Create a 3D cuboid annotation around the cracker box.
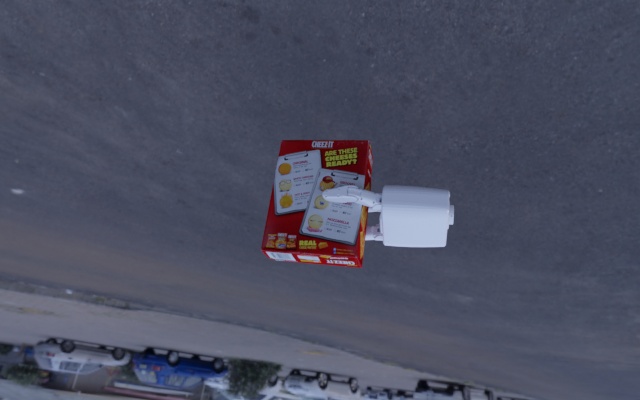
[{"bbox_3d":[0.000,0.003,0.831,0.164,0.213,0.072,2,-24,14],"label":"cracker box"}]
